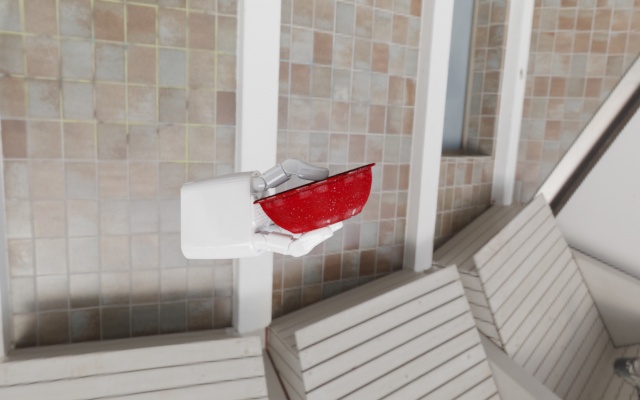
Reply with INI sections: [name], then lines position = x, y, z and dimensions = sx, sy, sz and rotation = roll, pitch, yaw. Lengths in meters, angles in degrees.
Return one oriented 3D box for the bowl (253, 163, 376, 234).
[bowl]
position = 0.001, 0.002, 0.599
dimensions = 0.162, 0.055, 0.162
rotation = -18, 3, 1
